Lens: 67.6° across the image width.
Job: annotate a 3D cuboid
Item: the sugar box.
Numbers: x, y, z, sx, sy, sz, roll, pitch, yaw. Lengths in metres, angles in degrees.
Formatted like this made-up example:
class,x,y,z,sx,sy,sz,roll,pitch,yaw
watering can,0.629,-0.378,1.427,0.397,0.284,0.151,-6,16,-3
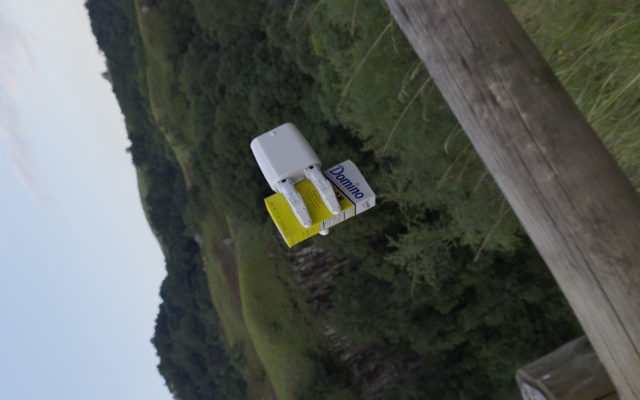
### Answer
class,x,y,z,sx,sy,sz,roll,pitch,yaw
sugar box,0.000,0.002,0.850,0.176,0.093,0.048,-27,-28,-9
